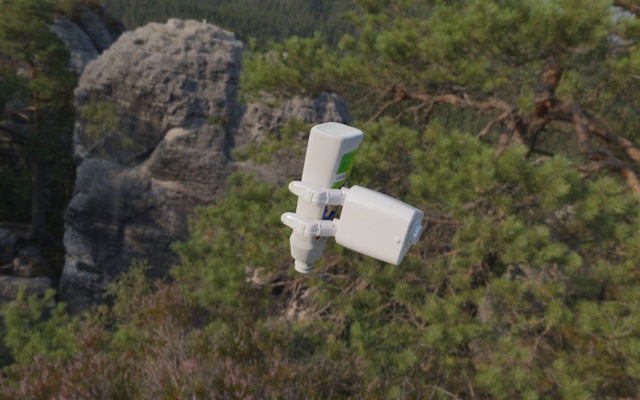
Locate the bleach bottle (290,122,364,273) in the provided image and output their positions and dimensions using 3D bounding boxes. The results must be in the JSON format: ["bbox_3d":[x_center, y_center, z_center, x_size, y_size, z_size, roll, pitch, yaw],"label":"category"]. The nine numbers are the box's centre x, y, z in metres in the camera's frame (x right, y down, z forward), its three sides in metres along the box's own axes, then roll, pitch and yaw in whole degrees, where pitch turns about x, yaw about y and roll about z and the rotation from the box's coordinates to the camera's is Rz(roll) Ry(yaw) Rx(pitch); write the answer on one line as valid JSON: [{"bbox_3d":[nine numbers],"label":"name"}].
[{"bbox_3d":[0.000,0.003,0.791,0.068,0.251,0.102,22,23,20],"label":"bleach bottle"}]
